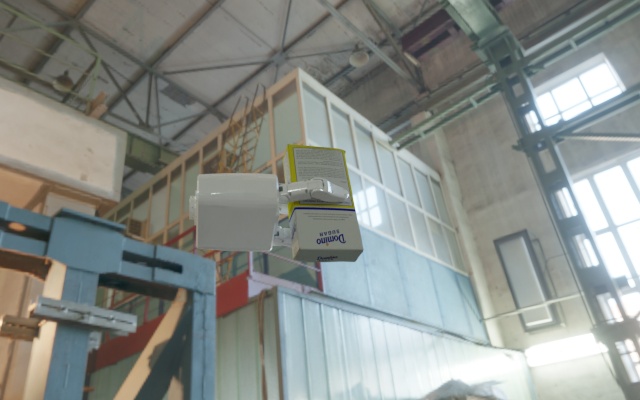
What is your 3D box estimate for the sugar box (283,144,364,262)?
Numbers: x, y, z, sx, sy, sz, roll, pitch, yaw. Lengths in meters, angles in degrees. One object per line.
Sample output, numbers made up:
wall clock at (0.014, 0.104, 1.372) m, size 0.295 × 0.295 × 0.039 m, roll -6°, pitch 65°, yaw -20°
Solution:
sugar box at (0.000, 0.002, 0.687) m, size 0.093 × 0.176 × 0.048 m, roll 3°, pitch -31°, yaw -16°
